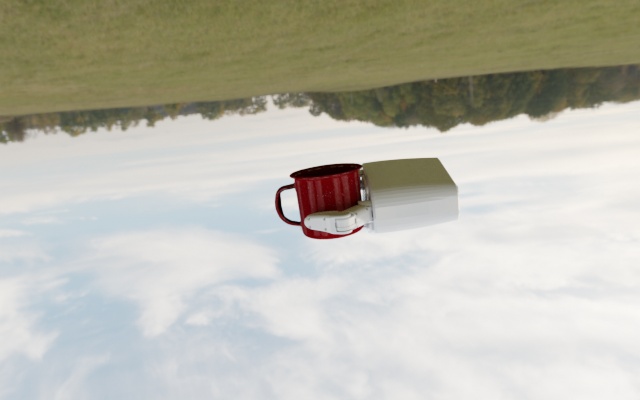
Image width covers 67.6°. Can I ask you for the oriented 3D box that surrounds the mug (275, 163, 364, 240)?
[{"bbox_3d":[-0.001,0.002,0.610,0.117,0.081,0.093,-8,12,0],"label":"mug"}]
